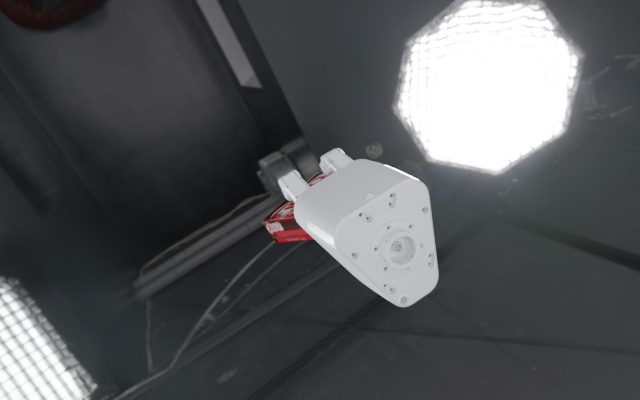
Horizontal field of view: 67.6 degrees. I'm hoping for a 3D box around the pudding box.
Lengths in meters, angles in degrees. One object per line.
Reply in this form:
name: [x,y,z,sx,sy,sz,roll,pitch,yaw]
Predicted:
pudding box: [0.000,0.002,0.554,0.090,0.039,0.113,-9,26,48]
